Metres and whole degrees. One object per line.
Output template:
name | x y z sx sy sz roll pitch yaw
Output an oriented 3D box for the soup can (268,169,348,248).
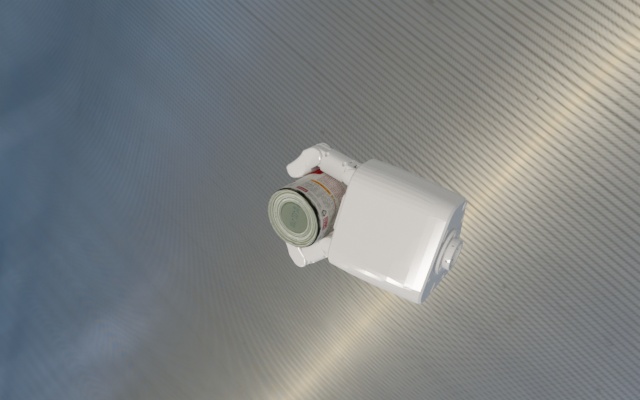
soup can | 0.000 0.002 0.524 0.068 0.068 0.102 0 20 38
